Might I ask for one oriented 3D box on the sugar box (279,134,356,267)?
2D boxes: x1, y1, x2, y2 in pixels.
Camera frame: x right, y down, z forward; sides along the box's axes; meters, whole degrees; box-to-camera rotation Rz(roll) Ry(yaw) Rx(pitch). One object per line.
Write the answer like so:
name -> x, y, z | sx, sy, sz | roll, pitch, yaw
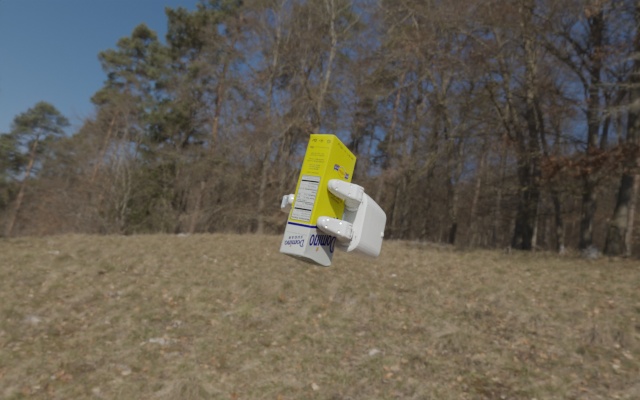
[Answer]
sugar box -> 0.001, 0.002, 0.690 | 0.048, 0.176, 0.093 | 5, -14, 27
